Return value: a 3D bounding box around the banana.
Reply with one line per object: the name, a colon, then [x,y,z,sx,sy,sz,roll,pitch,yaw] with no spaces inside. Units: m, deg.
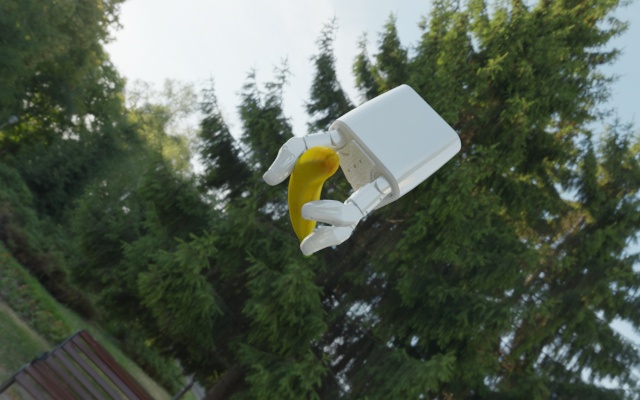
banana: [-0.009,-0.011,0.538,0.037,0.069,0.198,-22,-27,-20]
